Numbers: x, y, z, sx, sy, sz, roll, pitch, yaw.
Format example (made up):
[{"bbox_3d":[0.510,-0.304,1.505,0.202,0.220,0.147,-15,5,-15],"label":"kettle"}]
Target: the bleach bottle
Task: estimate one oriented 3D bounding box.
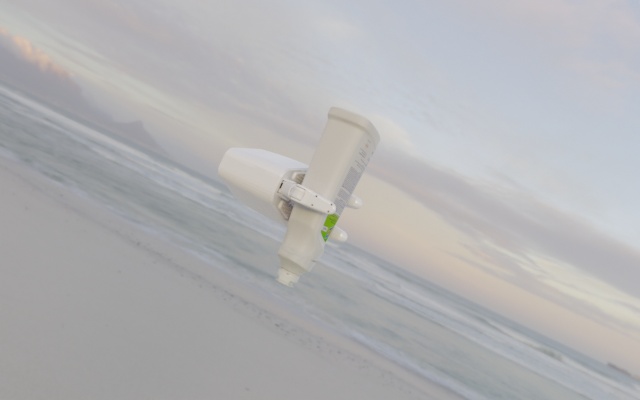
[{"bbox_3d":[0.000,0.002,0.672,0.068,0.251,0.102,24,-3,23],"label":"bleach bottle"}]
